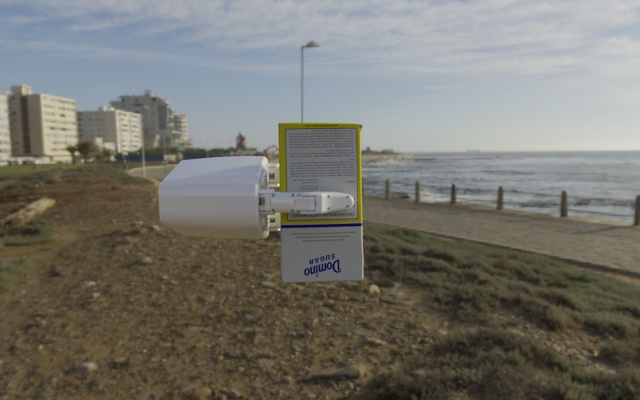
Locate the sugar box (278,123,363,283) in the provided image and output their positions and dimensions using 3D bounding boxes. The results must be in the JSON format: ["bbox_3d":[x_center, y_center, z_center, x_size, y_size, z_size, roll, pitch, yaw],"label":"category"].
[{"bbox_3d":[0.000,0.002,0.540,0.093,0.176,0.048,0,6,-3],"label":"sugar box"}]
